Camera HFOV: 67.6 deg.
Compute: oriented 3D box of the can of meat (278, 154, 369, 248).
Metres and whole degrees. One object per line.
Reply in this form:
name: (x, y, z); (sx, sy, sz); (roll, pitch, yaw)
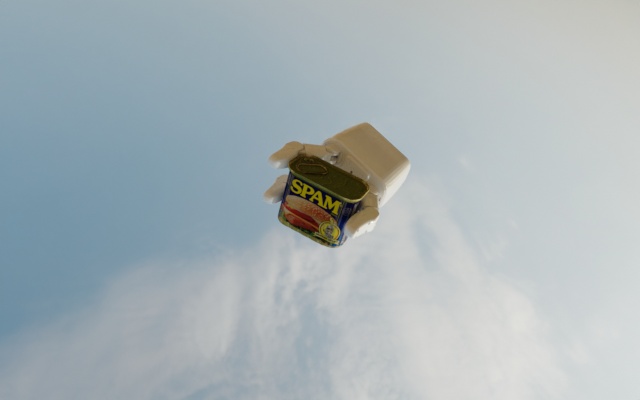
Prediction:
can of meat: (0.000, 0.002, 0.609); (0.102, 0.084, 0.057); (28, 35, 14)
